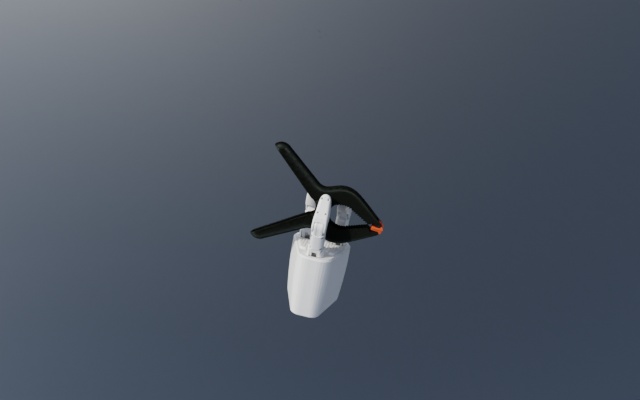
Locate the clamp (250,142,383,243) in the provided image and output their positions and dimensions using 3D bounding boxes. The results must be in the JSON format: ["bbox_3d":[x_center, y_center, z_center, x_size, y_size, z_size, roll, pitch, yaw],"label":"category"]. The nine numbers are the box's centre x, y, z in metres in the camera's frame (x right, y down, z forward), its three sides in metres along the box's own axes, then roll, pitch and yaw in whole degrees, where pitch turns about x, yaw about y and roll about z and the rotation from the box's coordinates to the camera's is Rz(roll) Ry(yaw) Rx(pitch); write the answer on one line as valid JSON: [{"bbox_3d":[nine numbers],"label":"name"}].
[{"bbox_3d":[0.000,0.003,0.757,0.210,0.164,0.036,12,15,6],"label":"clamp"}]
